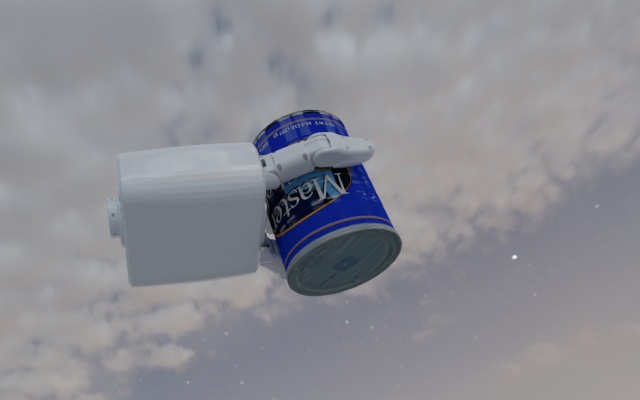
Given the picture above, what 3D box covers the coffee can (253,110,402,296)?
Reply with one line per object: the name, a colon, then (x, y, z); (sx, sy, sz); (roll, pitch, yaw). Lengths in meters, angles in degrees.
coffee can: (0.000, 0.002, 0.441); (0.103, 0.140, 0.103); (-15, -34, -10)
